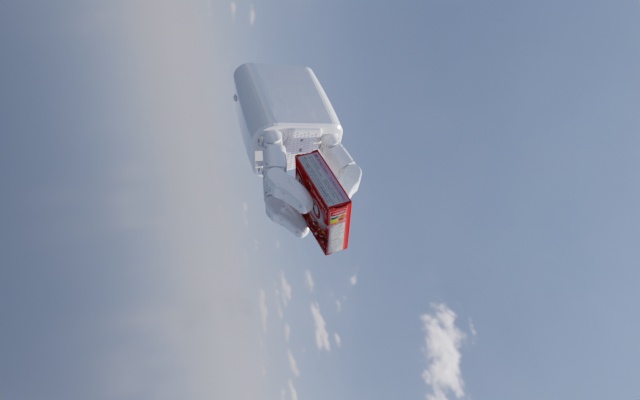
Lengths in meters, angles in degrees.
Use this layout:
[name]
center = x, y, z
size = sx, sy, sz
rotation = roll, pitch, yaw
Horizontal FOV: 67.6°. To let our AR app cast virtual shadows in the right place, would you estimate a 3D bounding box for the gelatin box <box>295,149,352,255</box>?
[gelatin box]
center = 0.001, 0.002, 0.509
size = 0.030, 0.073, 0.089
rotation = -17, 49, -18
